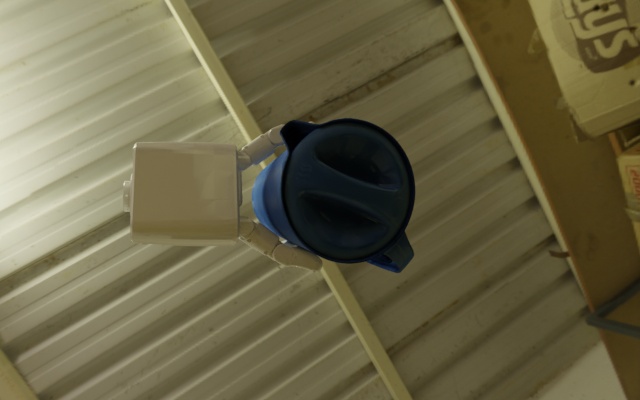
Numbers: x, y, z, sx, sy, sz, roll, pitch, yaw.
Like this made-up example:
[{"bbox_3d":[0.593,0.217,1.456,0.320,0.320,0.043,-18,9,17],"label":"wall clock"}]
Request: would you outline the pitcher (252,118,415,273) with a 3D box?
[{"bbox_3d":[0.000,0.002,0.546,0.145,0.149,0.243,0,-1,-17],"label":"pitcher"}]
